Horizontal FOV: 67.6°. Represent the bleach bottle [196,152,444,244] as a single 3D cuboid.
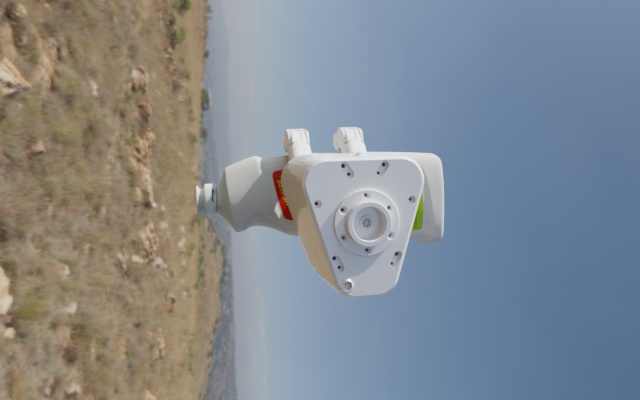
[{"bbox_3d":[0.000,0.002,0.501,0.251,0.102,0.068,-3,6,-11],"label":"bleach bottle"}]
